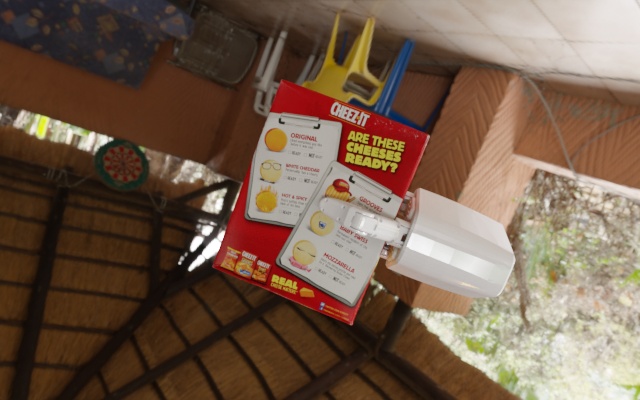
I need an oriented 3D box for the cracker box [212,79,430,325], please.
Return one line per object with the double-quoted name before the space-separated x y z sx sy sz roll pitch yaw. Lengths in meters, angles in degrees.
"cracker box" 0.000 0.002 0.522 0.164 0.214 0.072 22 6 4
